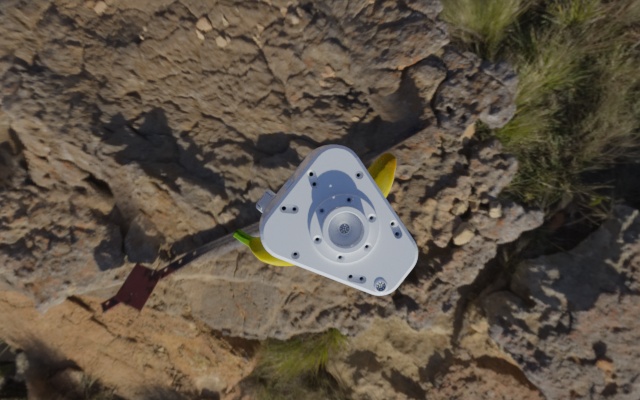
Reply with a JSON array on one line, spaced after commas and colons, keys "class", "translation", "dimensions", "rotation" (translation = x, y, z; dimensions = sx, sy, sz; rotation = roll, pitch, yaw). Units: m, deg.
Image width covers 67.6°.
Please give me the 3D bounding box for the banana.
[{"class": "banana", "translation": [0.005, 0.020, 0.514], "dimensions": [0.198, 0.069, 0.037], "rotation": [-27, -4, -1]}]
